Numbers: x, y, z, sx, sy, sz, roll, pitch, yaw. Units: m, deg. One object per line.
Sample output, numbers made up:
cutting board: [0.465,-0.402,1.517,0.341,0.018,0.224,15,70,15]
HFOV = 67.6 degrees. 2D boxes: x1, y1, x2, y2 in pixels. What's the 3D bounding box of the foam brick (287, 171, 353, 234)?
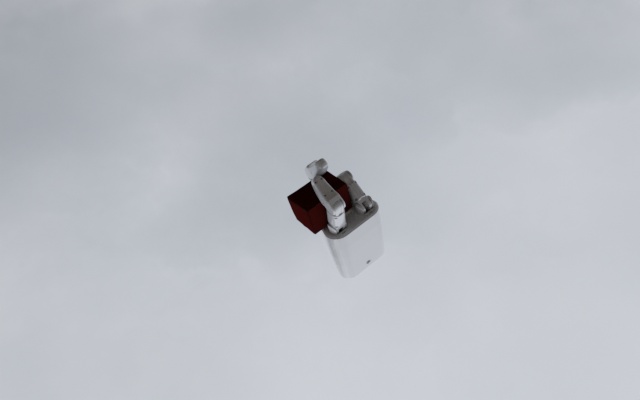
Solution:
foam brick: [0.000,0.002,0.718,0.078,0.051,0.053,-35,45,-19]
